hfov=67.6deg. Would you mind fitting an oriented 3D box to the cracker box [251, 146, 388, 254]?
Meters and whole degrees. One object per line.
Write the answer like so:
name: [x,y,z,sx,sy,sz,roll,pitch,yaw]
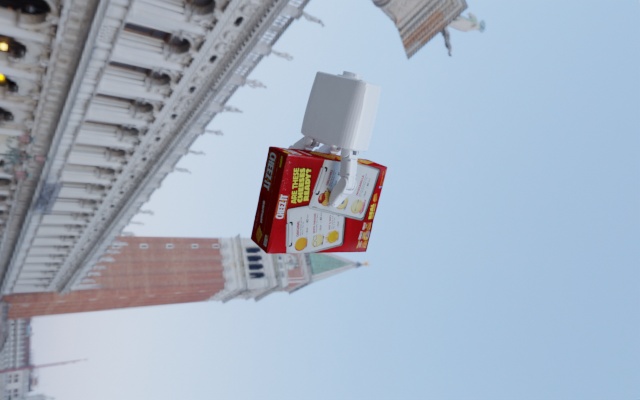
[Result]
cracker box: [0.000,0.003,0.816,0.214,0.164,0.072,4,15,-37]
